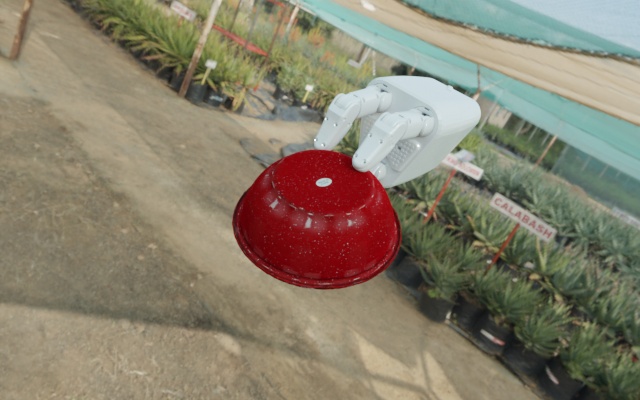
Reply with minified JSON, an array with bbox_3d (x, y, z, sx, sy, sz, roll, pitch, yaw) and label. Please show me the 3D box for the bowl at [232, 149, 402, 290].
[{"bbox_3d":[-0.001,0.002,0.439,0.162,0.055,0.162,4,42,-4],"label":"bowl"}]
